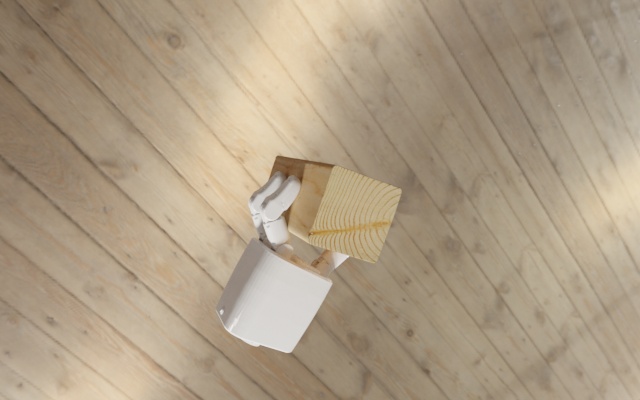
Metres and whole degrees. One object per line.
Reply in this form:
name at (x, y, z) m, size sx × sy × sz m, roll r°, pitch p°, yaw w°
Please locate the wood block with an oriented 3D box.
wood block at (0.000, 0.002, 0.605) m, size 0.091 × 0.090 × 0.206 m, roll 19°, pitch 1°, yaw -24°
